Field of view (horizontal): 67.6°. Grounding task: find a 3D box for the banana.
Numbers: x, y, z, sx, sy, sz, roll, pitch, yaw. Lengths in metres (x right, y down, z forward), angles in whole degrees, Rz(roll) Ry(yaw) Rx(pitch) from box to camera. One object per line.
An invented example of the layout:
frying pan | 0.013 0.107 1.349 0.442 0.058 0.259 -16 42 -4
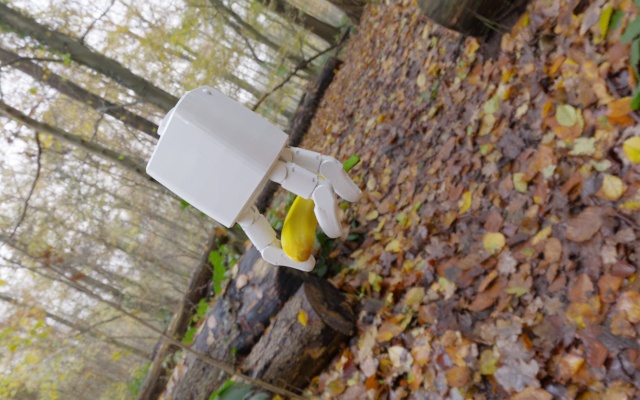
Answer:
banana | -0.010 0.009 0.546 0.070 0.037 0.197 -42 13 39
